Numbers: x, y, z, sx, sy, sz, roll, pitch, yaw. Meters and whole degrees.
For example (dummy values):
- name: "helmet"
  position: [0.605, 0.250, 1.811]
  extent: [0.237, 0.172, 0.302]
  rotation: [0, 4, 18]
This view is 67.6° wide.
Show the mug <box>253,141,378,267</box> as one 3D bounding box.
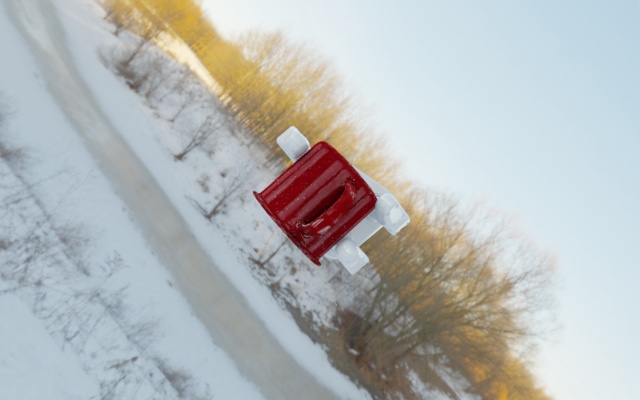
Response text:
- name: "mug"
  position: [0.000, 0.001, 0.429]
  extent: [0.081, 0.093, 0.117]
  rotation: [-42, 12, -1]
